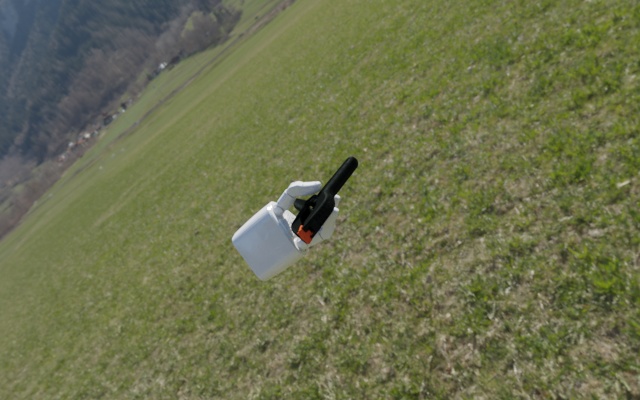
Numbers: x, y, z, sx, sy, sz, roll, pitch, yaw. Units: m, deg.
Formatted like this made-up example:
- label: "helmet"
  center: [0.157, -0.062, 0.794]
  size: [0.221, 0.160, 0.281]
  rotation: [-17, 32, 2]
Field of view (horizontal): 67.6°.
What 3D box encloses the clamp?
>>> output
- label: "clamp"
  center: [-0.001, 0.003, 0.855]
  size: [0.164, 0.036, 0.210]
  rotation: [-40, 15, 21]
